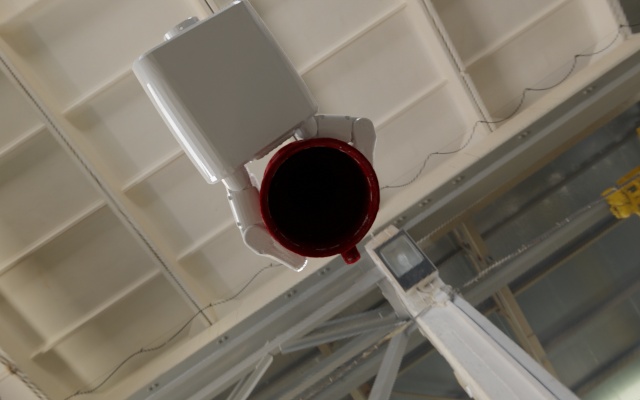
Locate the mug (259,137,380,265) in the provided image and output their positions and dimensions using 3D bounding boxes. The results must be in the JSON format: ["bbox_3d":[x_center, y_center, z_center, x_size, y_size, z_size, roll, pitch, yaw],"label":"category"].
[{"bbox_3d":[0.001,0.002,0.402,0.093,0.117,0.081,-33,15,-2],"label":"mug"}]
